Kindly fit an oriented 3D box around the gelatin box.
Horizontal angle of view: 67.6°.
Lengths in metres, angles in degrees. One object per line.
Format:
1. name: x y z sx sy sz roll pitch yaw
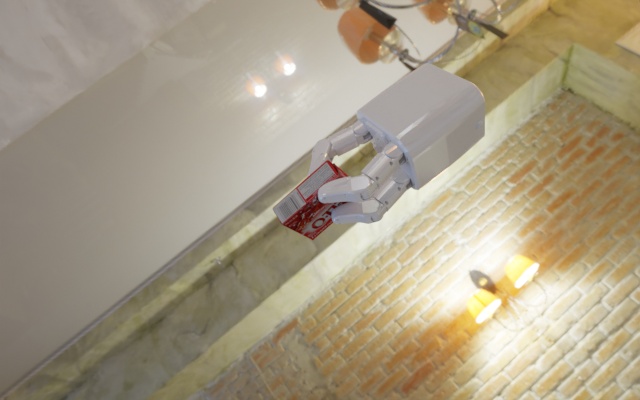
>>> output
1. gelatin box: 0.000 0.002 0.559 0.089 0.030 0.073 -41 -32 10
